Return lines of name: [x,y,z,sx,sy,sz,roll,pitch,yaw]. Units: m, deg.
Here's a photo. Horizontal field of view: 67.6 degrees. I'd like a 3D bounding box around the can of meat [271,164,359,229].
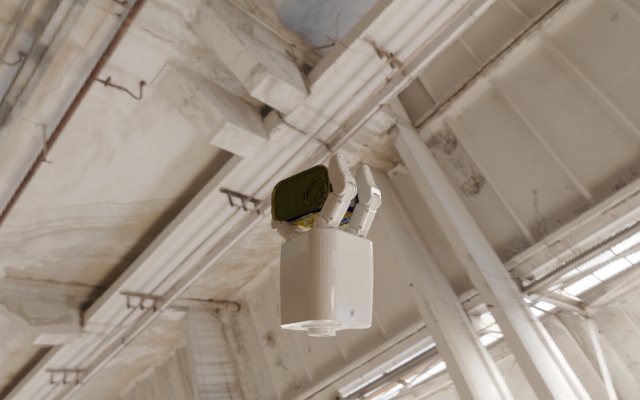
can of meat: [0.000,0.002,0.627,0.102,0.057,0.084,-20,-29,38]
